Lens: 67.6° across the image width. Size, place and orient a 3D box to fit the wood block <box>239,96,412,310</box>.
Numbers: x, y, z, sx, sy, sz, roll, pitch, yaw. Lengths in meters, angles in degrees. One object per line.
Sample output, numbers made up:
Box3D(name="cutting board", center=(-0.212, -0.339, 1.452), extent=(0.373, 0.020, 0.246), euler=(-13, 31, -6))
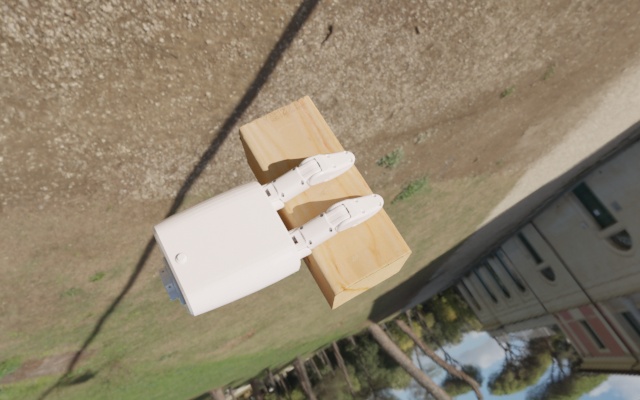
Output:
Box3D(name="wood block", center=(0.000, 0.002, 0.526), extent=(0.090, 0.206, 0.091), euler=(-28, -19, -11))
